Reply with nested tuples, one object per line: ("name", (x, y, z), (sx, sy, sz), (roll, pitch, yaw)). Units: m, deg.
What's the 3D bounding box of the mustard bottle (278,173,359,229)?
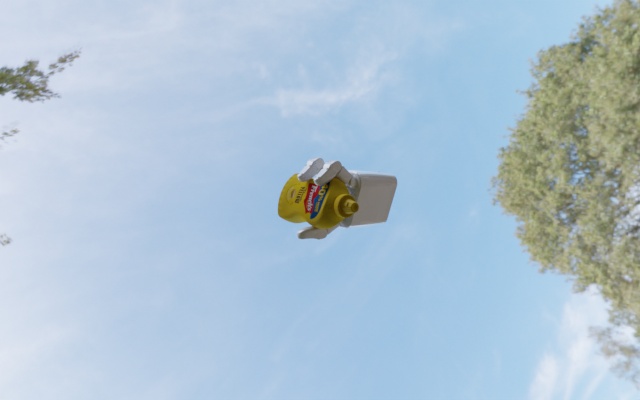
("mustard bottle", (0.000, 0.003, 0.872), (0.058, 0.096, 0.191), (31, -13, -37))
